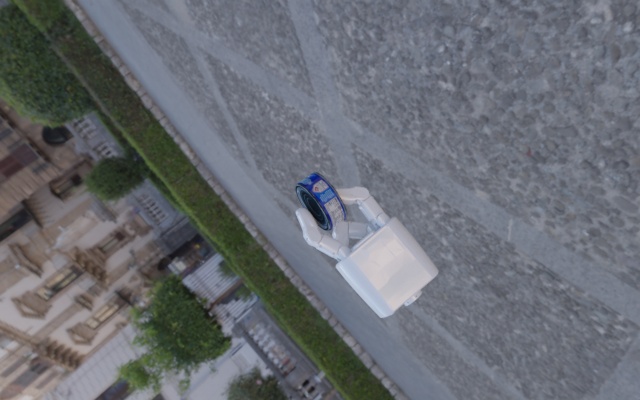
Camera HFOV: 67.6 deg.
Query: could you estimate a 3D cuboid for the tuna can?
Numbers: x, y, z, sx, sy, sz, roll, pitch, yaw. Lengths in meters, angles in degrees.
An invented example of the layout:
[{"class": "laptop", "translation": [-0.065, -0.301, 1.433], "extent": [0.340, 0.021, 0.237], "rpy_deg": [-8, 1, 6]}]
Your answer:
[{"class": "tuna can", "translation": [0.000, 0.003, 0.707], "extent": [0.033, 0.086, 0.086], "rpy_deg": [-35, 11, -16]}]
